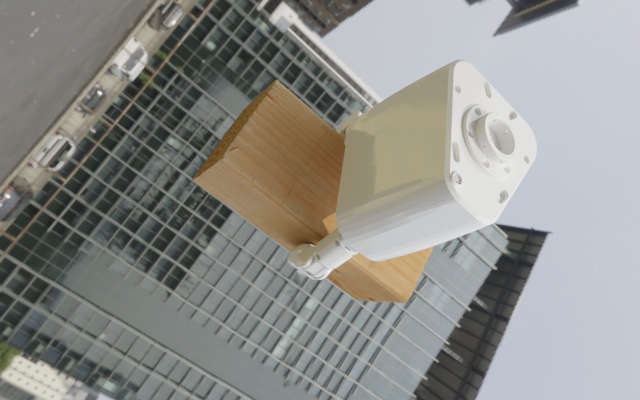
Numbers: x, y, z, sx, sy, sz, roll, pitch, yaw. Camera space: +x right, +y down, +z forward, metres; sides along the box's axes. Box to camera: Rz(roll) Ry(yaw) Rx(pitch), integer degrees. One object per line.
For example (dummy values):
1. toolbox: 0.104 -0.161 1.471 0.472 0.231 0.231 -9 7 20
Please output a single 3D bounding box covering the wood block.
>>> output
1. wood block: 0.000 0.002 0.442 0.206 0.090 0.090 39 -24 -18
